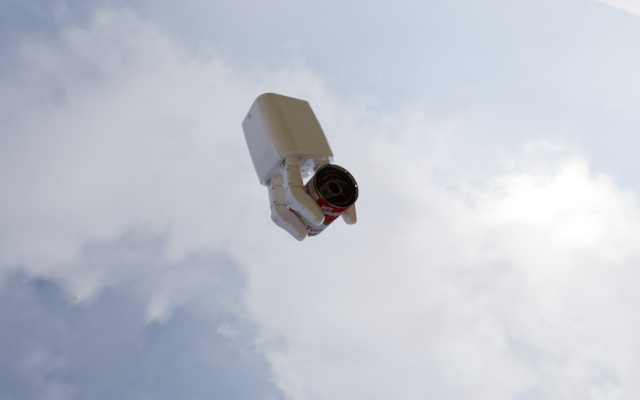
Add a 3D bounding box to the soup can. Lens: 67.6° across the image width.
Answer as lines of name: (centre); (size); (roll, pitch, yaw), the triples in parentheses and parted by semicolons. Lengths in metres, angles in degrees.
soup can: (0.000, 0.003, 0.684); (0.068, 0.068, 0.102); (0, -27, -30)
